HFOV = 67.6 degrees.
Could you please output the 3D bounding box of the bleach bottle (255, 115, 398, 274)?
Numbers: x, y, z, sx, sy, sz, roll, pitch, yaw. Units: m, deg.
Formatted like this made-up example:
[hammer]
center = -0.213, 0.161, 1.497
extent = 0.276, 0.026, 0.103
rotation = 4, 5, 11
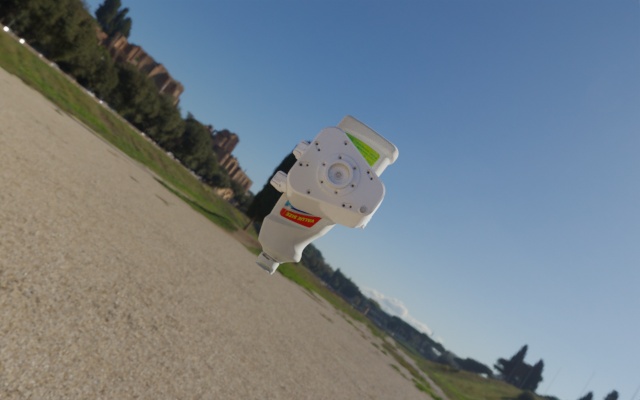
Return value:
[bleach bottle]
center = 0.000, 0.002, 0.693
extent = 0.102, 0.251, 0.068
rotation = 36, -7, 5
